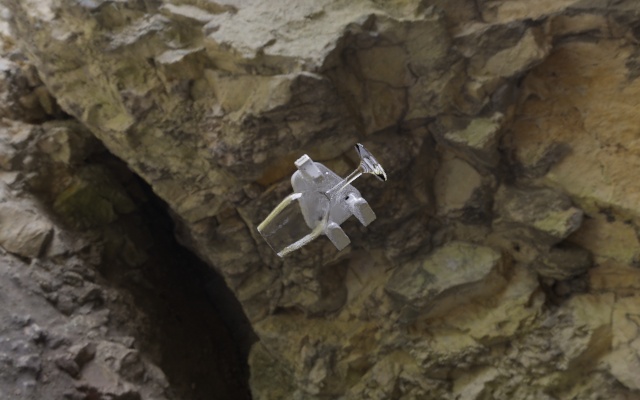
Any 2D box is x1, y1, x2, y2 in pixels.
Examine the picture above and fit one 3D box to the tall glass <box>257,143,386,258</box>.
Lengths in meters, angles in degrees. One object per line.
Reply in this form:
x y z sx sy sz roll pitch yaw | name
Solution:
0.001 0.002 0.730 0.201 0.079 0.079 -38 4 -5 | tall glass
